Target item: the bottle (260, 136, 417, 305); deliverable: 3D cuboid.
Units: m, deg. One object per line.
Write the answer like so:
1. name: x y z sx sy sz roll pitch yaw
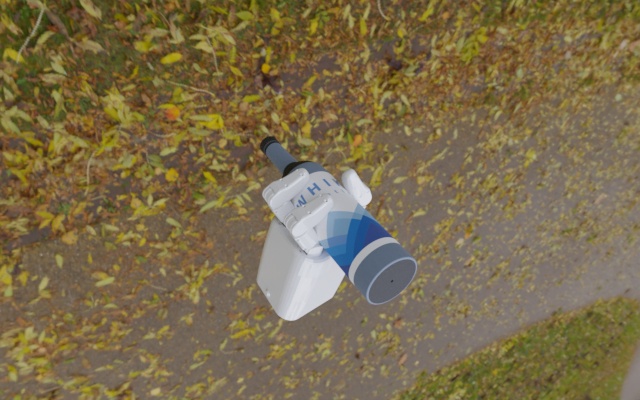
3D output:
1. bottle: 0.000 0.002 0.595 0.069 0.069 0.295 0 35 -39
